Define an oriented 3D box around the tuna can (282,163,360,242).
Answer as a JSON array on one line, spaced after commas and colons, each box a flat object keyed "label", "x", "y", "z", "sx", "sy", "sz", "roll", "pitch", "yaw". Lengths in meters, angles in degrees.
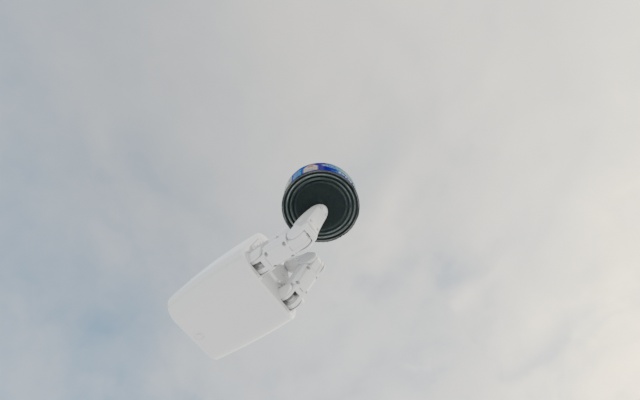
[{"label": "tuna can", "x": 0.000, "y": 0.002, "z": 0.537, "sx": 0.086, "sy": 0.086, "sz": 0.033, "roll": 0, "pitch": 22, "yaw": 0}]
